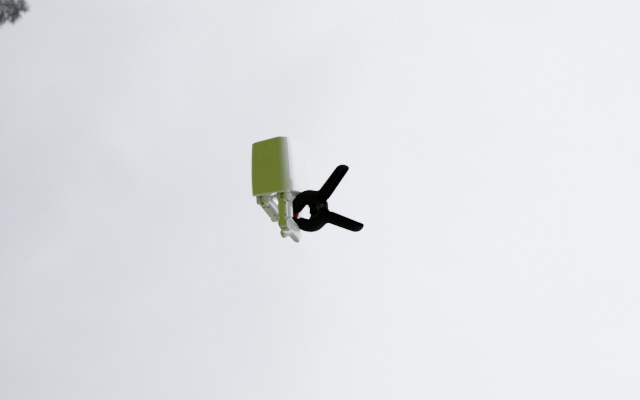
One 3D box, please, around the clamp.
[{"bbox_3d":[0.000,0.003,0.872,0.171,0.120,0.039,-8,-7,36],"label":"clamp"}]
